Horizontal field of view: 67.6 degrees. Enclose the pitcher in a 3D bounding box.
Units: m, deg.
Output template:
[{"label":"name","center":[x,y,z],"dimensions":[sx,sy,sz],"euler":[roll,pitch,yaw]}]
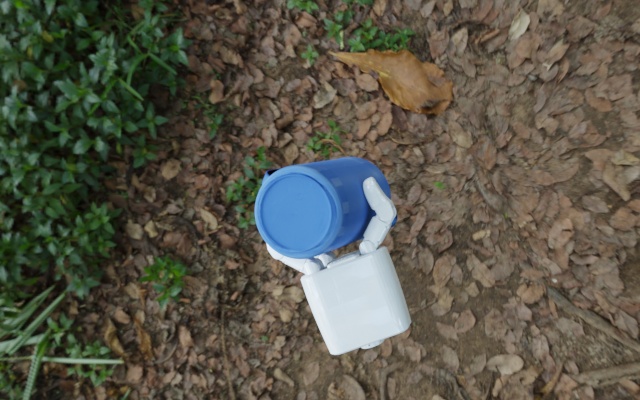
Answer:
[{"label":"pitcher","center":[0.000,0.002,0.649],"dimensions":[0.149,0.145,0.243],"euler":[-21,-3,19]}]
